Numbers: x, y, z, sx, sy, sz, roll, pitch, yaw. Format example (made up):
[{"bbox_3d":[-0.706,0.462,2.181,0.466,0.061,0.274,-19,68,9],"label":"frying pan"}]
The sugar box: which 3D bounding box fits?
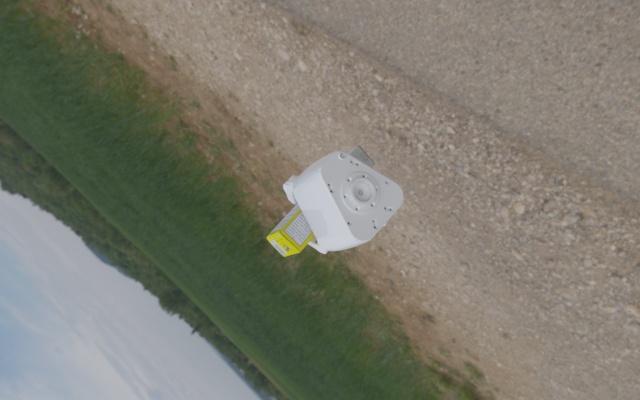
[{"bbox_3d":[0.000,0.003,0.701,0.176,0.048,0.093,-46,7,-19],"label":"sugar box"}]
